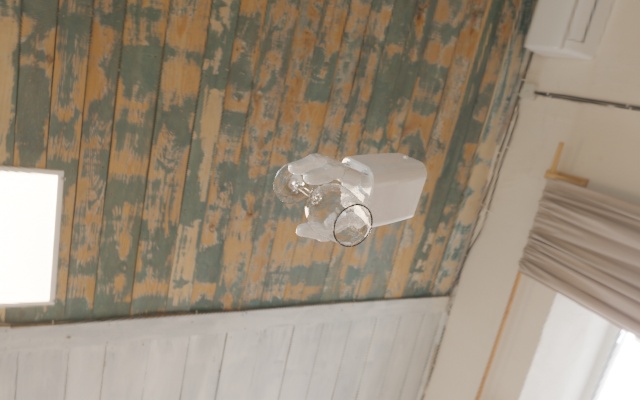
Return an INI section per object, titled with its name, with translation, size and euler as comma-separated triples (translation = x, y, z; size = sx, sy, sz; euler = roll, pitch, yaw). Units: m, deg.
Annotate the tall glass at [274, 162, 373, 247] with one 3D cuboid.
[tall glass]
translation = 0.000, 0.002, 0.722
size = 0.079, 0.079, 0.201
euler = 0, 19, -28
